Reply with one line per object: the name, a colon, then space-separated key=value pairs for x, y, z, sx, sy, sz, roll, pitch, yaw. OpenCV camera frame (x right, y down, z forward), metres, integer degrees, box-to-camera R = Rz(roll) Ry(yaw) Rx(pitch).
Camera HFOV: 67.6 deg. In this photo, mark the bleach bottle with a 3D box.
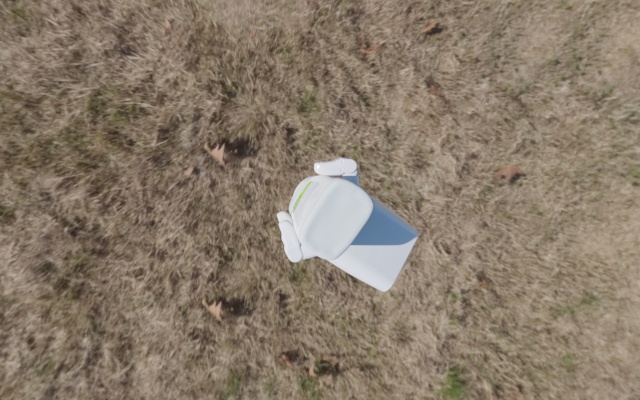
bleach bottle: x=0.000 y=0.002 z=0.688 sx=0.068 sy=0.102 sz=0.250 roll=33 pitch=5 yaw=-13
